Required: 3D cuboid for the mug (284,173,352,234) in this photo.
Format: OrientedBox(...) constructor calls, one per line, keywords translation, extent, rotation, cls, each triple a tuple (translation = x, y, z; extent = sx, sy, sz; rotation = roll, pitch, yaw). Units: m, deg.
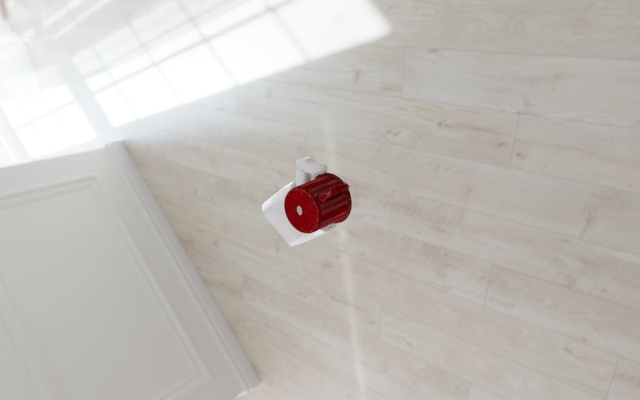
OrientedBox(translation=(0.001, 0.002, 0.801), extent=(0.081, 0.093, 0.117), rotation=(-23, -5, -46), cls="mug")
